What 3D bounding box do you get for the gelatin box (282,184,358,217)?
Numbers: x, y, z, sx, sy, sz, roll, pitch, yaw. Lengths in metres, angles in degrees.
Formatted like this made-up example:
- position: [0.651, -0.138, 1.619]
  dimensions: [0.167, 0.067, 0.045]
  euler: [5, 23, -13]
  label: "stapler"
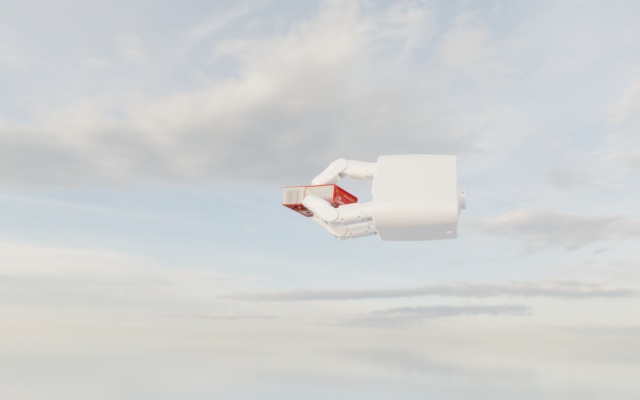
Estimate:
- position: [0.000, 0.002, 0.696]
  dimensions: [0.089, 0.030, 0.073]
  euler: [-3, -17, 29]
  label: "gelatin box"
